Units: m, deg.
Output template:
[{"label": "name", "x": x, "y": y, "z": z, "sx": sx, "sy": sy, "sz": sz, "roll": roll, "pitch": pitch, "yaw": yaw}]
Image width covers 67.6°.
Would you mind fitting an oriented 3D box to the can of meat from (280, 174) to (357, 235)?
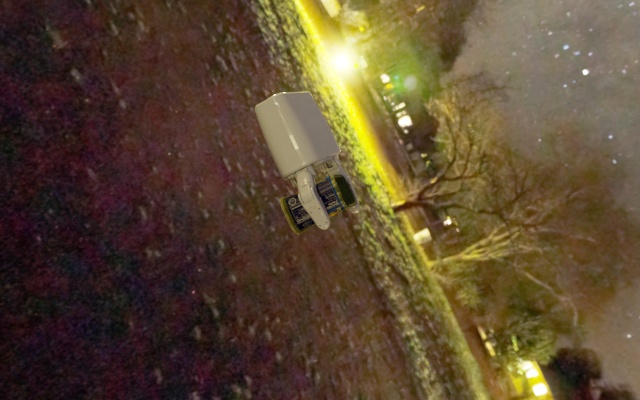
[{"label": "can of meat", "x": 0.000, "y": 0.002, "z": 0.693, "sx": 0.084, "sy": 0.057, "sz": 0.102, "roll": -26, "pitch": -2, "yaw": 13}]
